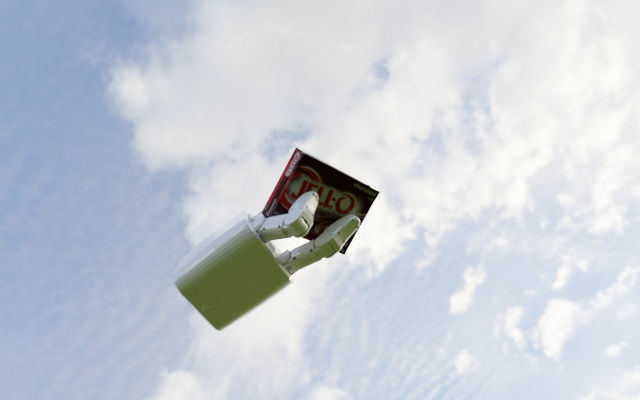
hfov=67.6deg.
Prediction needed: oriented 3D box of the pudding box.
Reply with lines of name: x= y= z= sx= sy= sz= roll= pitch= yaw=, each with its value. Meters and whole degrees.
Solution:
pudding box: x=0.000 y=0.002 z=0.564 sx=0.113 sy=0.090 sz=0.039 roll=24 pitch=10 yaw=-27
